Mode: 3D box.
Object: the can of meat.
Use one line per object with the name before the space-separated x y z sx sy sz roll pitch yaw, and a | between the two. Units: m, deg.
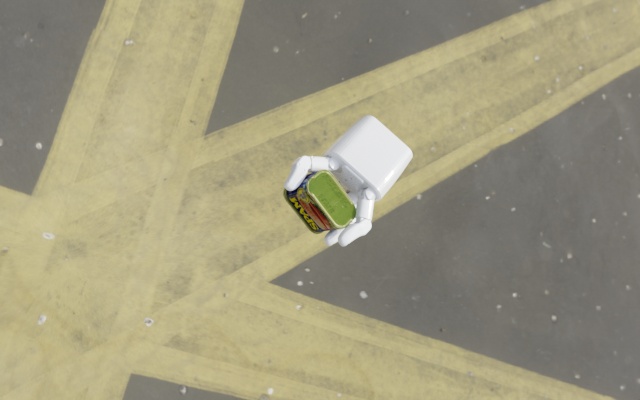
can of meat | 0.000 0.002 0.765 0.057 0.102 0.084 -44 14 -26
